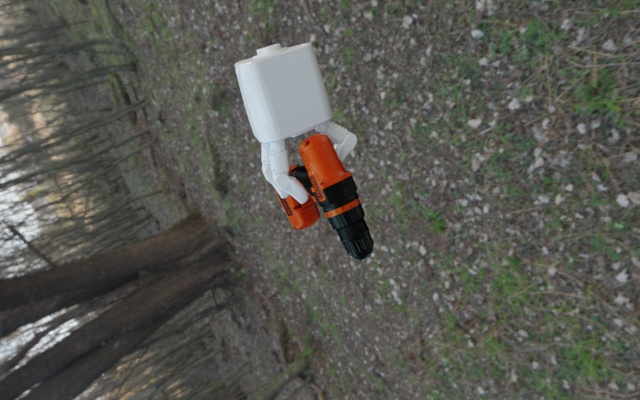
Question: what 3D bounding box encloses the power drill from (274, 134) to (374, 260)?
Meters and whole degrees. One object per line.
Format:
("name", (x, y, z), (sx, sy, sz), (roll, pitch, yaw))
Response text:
("power drill", (0.000, 0.002, 0.721), (0.057, 0.184, 0.187), (-24, 4, -24))
